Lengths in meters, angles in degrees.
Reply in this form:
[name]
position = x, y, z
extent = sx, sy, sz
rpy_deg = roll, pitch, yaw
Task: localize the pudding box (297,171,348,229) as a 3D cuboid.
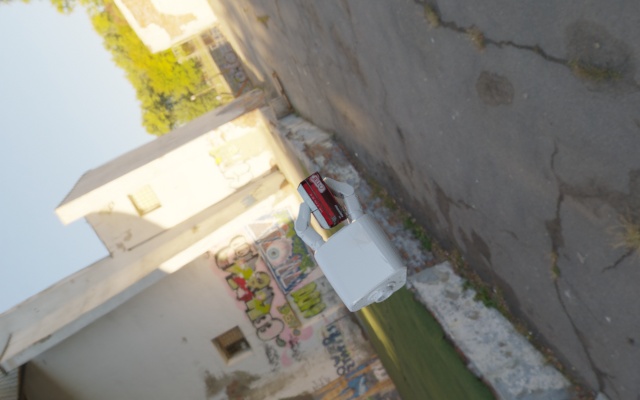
[pudding box]
position = 0.000, 0.003, 0.799
extent = 0.039, 0.090, 0.113
rpy_deg = -32, 0, -9
